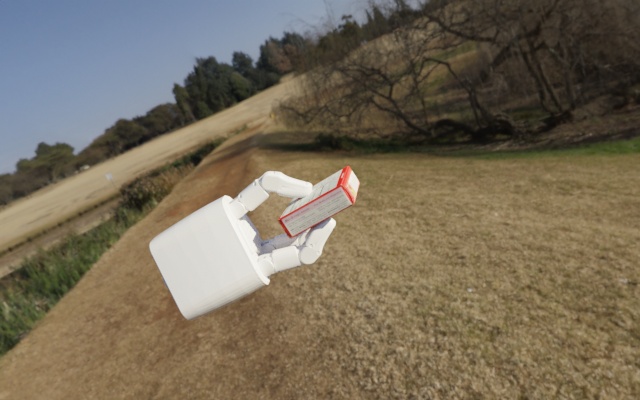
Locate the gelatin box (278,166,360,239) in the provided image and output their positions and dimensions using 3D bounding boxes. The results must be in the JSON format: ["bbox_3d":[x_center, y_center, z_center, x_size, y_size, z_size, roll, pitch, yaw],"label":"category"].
[{"bbox_3d":[0.000,0.001,0.558,0.089,0.030,0.073,-30,12,18],"label":"gelatin box"}]
